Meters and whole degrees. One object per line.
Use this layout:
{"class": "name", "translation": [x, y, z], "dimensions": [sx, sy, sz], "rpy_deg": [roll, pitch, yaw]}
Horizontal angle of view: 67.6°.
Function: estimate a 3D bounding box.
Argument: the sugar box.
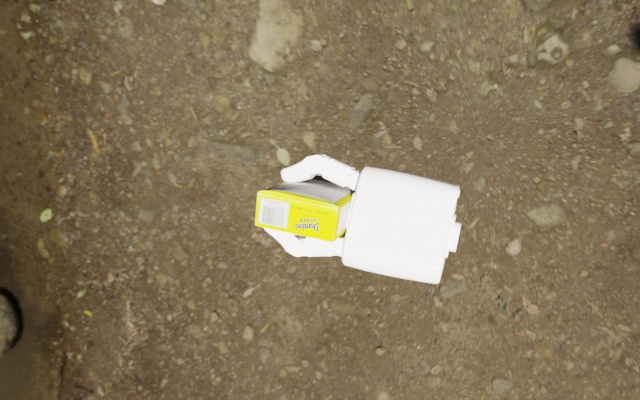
{"class": "sugar box", "translation": [0.000, 0.002, 0.576], "dimensions": [0.093, 0.048, 0.176], "rpy_deg": [12, 11, 16]}
